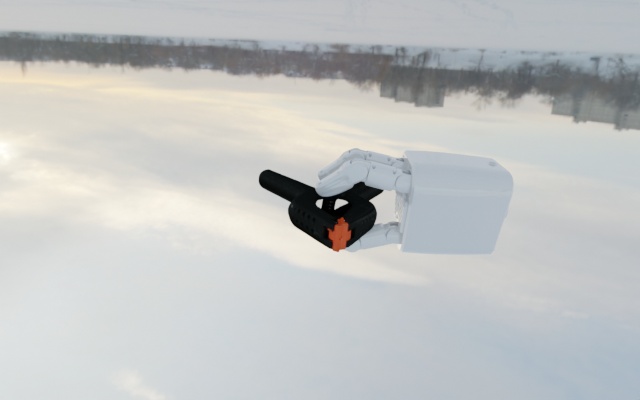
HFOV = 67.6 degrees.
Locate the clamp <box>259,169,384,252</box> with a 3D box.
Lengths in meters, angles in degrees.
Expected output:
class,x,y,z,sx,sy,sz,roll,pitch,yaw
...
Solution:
class,x,y,z,sx,sy,sz,roll,pitch,yaw
clamp,0.000,0.003,0.542,0.164,0.036,0.210,4,18,1
